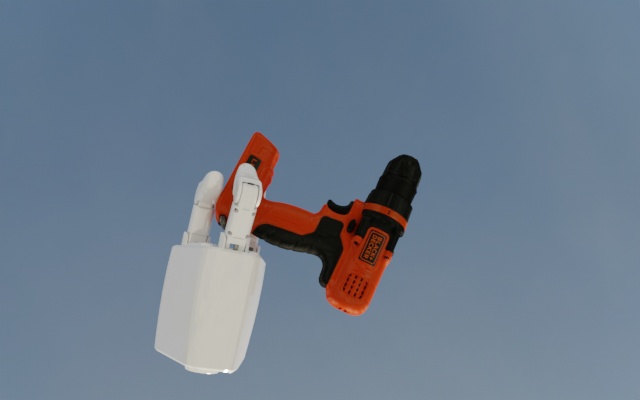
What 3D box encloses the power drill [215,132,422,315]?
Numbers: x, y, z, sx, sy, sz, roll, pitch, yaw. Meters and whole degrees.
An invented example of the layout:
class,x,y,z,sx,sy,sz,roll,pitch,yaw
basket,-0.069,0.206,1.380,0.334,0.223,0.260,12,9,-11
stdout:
class,x,y,z,sx,sy,sz,roll,pitch,yaw
power drill,0.000,0.002,0.503,0.187,0.184,0.057,25,-19,2
